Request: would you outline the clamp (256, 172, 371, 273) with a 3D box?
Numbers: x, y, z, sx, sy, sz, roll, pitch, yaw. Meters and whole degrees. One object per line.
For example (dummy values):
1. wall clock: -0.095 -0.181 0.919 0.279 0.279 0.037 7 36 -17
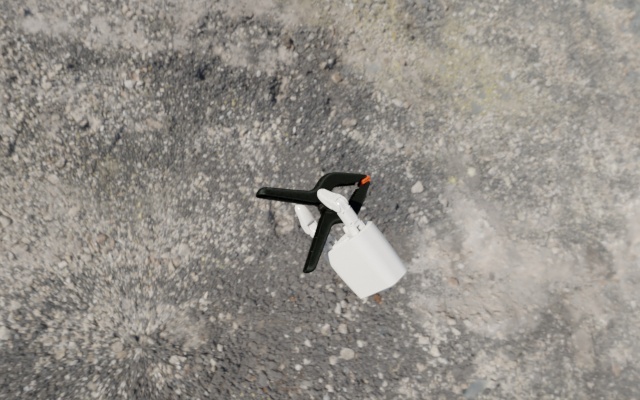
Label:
1. clamp: 0.001 0.002 0.841 0.210 0.164 0.036 -39 4 -26
